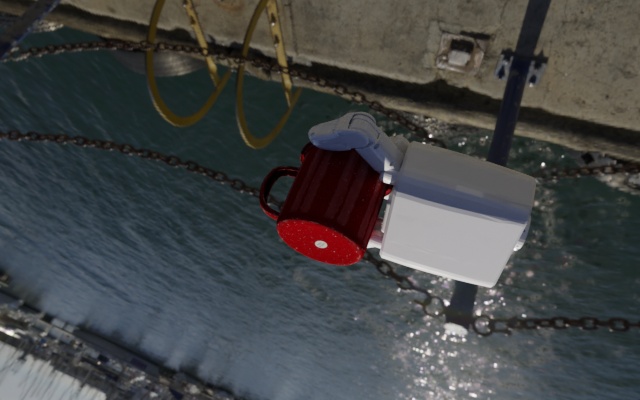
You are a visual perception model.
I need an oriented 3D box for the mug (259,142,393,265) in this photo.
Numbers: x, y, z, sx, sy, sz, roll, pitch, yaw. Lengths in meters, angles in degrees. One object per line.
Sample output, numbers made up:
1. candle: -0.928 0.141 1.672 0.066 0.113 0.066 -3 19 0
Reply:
1. mug: -0.001 0.001 0.430 0.117 0.081 0.093 16 -29 12
